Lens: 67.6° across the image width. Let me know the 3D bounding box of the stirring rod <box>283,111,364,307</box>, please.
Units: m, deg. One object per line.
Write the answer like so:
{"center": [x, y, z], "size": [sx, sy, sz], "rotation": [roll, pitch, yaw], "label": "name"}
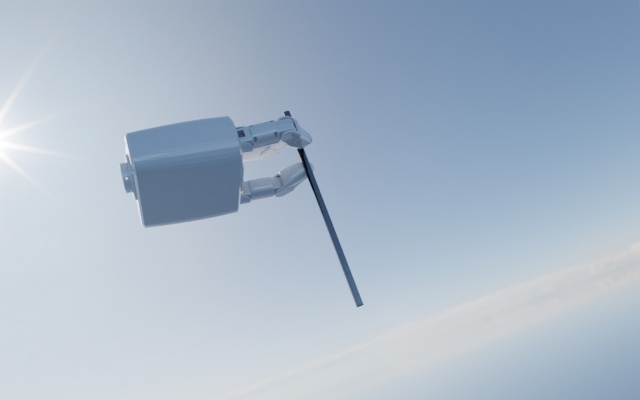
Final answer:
{"center": [0.000, 0.002, 0.527], "size": [0.011, 0.239, 0.011], "rotation": [-18, -19, -7], "label": "stirring rod"}
